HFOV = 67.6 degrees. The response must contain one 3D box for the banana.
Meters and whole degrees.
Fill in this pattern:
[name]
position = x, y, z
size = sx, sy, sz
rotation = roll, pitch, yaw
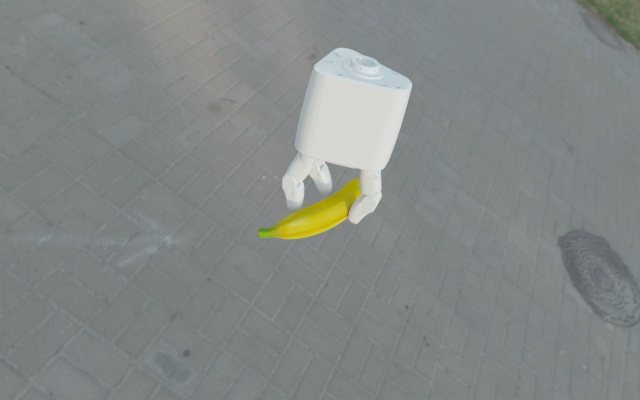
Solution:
[banana]
position = 0.011, 0.009, 0.656
size = 0.197, 0.037, 0.069
rotation = -25, 33, -37
